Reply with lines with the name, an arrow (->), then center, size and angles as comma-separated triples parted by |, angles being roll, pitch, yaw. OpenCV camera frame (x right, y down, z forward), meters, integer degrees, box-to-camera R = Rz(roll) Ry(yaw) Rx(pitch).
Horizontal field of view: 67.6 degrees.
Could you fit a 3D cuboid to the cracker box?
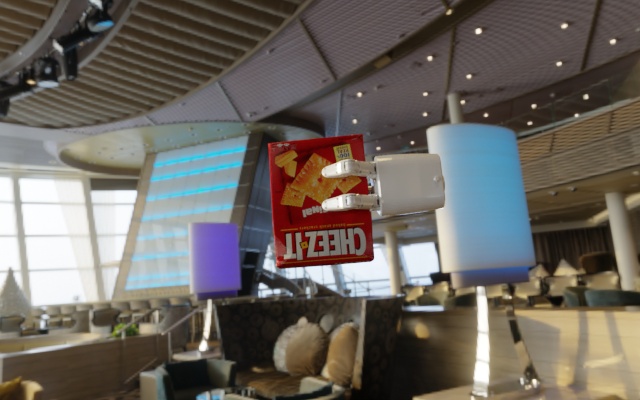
cracker box -> 0.000, 0.003, 0.810 | 0.164, 0.213, 0.072 | -5, -10, 1
